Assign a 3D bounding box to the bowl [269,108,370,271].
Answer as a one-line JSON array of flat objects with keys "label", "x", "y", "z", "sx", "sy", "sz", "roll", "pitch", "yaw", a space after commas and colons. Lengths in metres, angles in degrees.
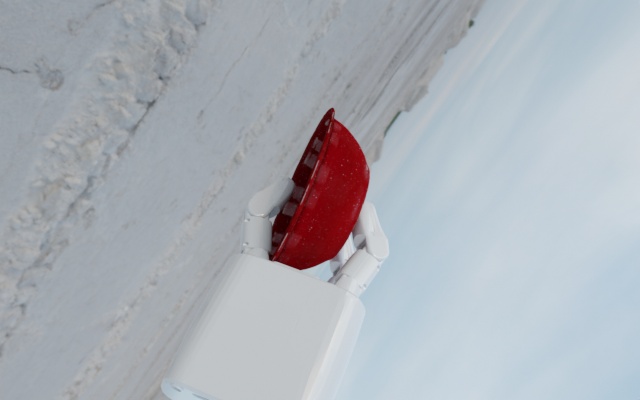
[{"label": "bowl", "x": 0.001, "y": 0.000, "z": 0.433, "sx": 0.055, "sy": 0.162, "sz": 0.162, "roll": 23, "pitch": -4, "yaw": -9}]
